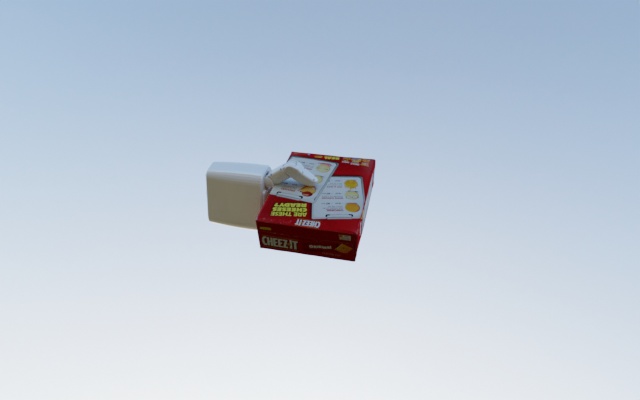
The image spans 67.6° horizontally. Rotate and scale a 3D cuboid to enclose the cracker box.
[{"bbox_3d":[0.000,0.002,0.831,0.164,0.072,0.213,7,39,11],"label":"cracker box"}]
